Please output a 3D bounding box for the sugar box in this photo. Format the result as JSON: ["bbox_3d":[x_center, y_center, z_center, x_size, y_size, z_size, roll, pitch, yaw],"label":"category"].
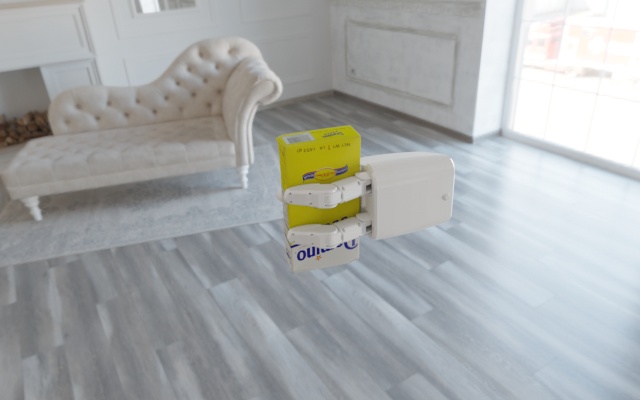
[{"bbox_3d":[0.000,0.002,0.587,0.093,0.176,0.048,-10,28,-12],"label":"sugar box"}]
